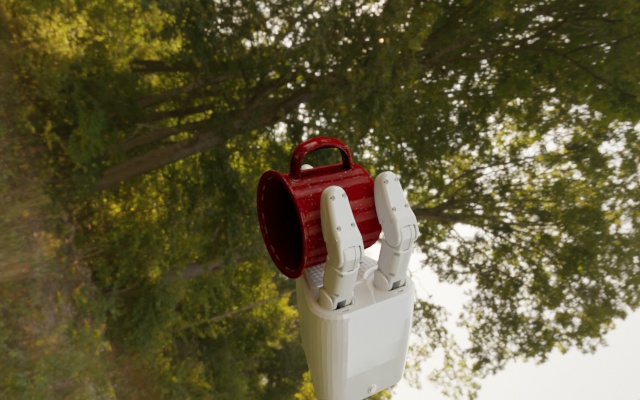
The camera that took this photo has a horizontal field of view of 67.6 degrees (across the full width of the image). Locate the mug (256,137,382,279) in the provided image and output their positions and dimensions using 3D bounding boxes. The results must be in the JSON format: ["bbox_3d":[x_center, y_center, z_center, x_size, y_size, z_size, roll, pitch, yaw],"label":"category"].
[{"bbox_3d":[0.000,0.000,0.410,0.081,0.117,0.093,-13,29,-27],"label":"mug"}]
